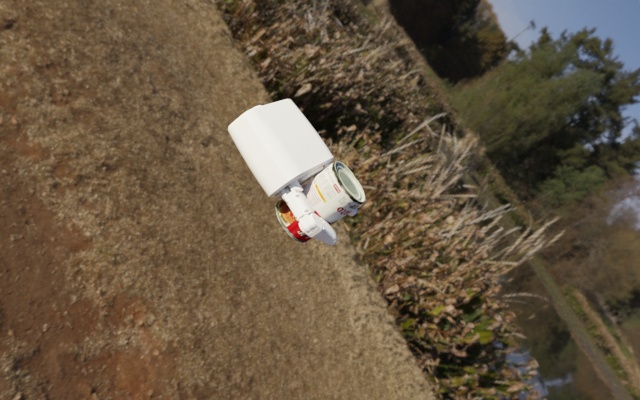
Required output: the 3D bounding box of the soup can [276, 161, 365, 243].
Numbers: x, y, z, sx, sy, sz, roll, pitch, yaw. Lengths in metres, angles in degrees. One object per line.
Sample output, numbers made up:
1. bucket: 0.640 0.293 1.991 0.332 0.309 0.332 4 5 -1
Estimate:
1. soup can: 0.001 0.002 0.637 0.102 0.068 0.068 -35 -14 21
